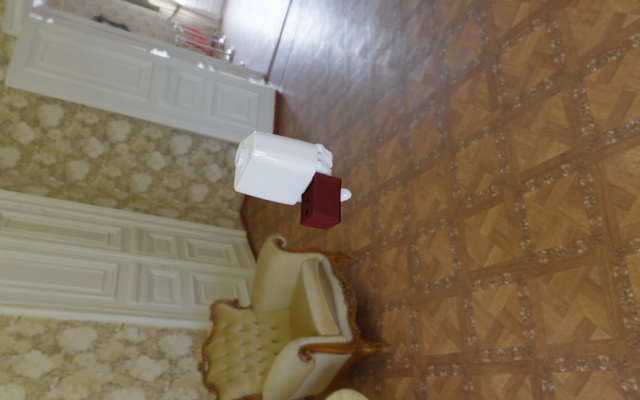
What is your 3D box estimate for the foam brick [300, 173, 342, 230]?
[{"bbox_3d":[0.000,0.003,0.786,0.051,0.078,0.053,12,-26,-23],"label":"foam brick"}]
